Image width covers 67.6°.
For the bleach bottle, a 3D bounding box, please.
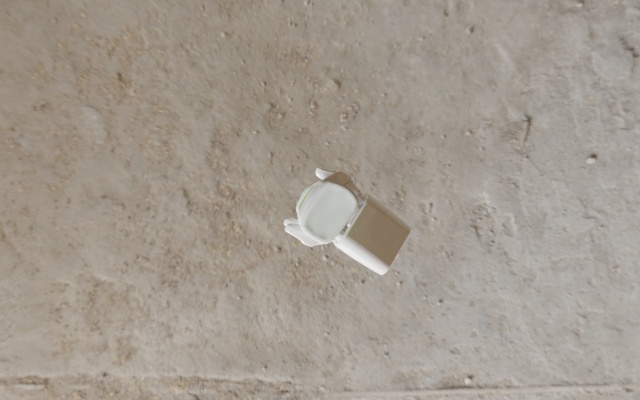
[{"bbox_3d":[0.000,0.003,0.864,0.068,0.102,0.251,35,4,-10],"label":"bleach bottle"}]
